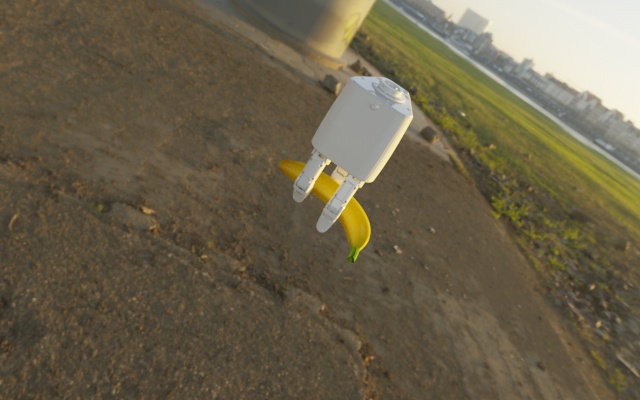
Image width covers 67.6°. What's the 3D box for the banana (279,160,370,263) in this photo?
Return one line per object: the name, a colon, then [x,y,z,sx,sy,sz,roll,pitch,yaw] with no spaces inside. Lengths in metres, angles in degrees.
banana: [0.015,0.001,0.714,0.069,0.197,0.037,-15,-34,-42]
